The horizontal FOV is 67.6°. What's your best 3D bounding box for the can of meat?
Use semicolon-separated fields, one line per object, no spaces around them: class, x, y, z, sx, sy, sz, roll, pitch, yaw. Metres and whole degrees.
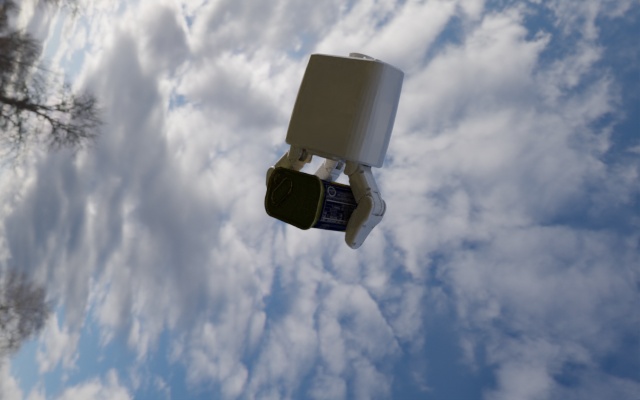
can of meat;0.000;0.002;0.531;0.084;0.057;0.102;10;4;-38
